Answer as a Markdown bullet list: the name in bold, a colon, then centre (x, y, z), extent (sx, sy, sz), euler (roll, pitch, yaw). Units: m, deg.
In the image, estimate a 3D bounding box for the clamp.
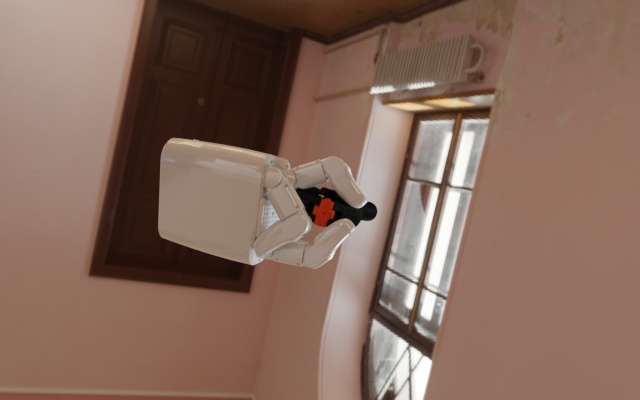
- **clamp**: centre (0.000, 0.002, 0.549), extent (0.120, 0.039, 0.171), euler (12, 3, 12)
